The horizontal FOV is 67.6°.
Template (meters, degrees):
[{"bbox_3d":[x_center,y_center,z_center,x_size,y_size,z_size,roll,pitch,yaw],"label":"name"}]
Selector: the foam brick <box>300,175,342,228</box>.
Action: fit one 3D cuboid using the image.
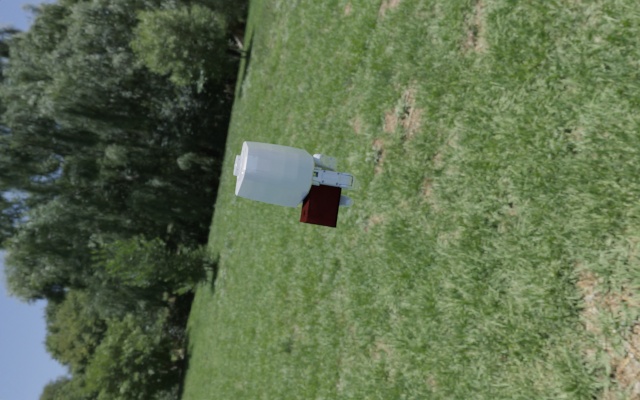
[{"bbox_3d":[0.000,0.003,0.779,0.051,0.078,0.053,9,-5,-15],"label":"foam brick"}]
